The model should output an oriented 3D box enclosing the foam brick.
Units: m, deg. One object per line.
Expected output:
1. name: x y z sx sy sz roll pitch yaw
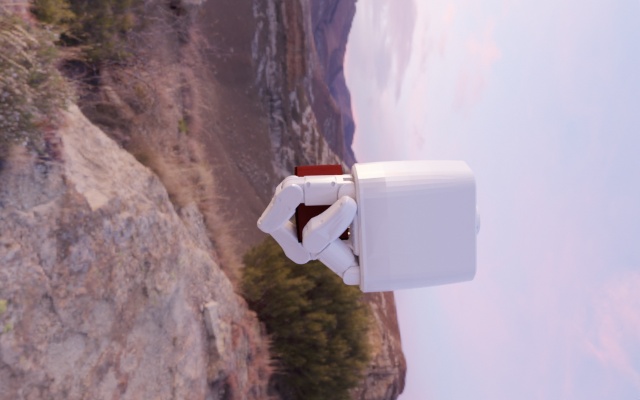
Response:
1. foam brick: 0.000 0.001 0.491 0.051 0.053 0.078 -5 27 0
